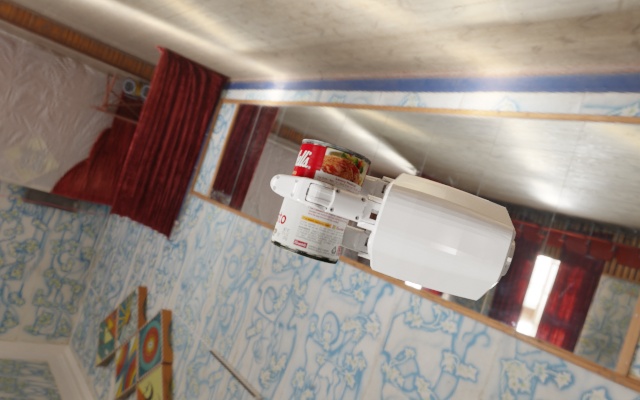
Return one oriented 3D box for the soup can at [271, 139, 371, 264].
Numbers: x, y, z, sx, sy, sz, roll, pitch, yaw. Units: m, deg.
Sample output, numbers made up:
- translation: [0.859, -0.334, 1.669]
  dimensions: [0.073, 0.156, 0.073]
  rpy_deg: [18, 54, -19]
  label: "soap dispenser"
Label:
- translation: [-0.001, 0.002, 0.451]
  dimensions: [0.068, 0.102, 0.068]
  rpy_deg: [18, -2, 1]
  label: "soup can"
